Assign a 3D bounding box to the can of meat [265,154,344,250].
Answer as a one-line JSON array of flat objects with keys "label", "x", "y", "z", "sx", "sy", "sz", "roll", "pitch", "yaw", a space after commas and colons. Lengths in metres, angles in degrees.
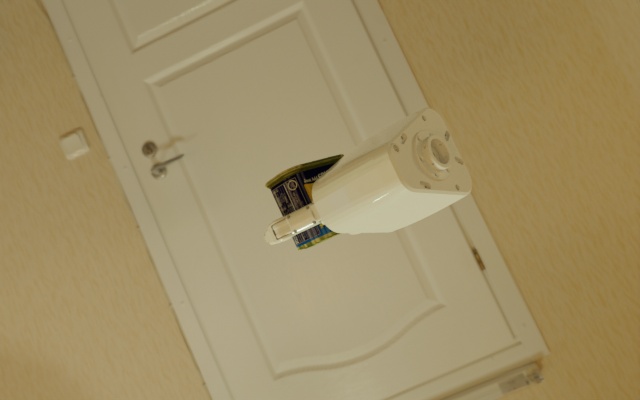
[{"label": "can of meat", "x": 0.000, "y": 0.002, "z": 0.539, "sx": 0.102, "sy": 0.084, "sz": 0.057, "roll": -20, "pitch": -7, "yaw": -47}]
